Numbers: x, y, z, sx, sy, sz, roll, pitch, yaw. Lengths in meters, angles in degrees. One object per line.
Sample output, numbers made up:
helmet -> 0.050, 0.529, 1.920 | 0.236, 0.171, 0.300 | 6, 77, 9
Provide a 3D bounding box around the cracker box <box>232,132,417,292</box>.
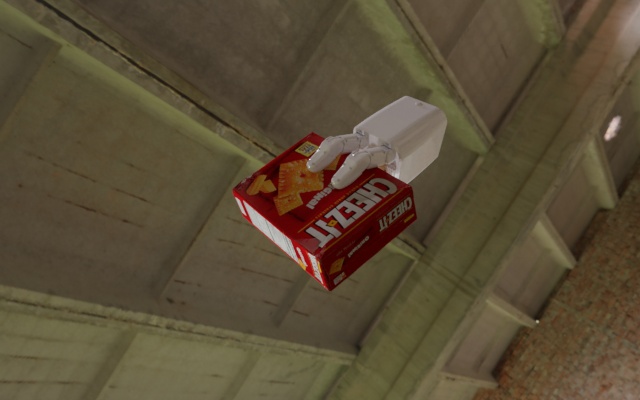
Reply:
cracker box -> 0.000, 0.002, 0.674 | 0.164, 0.072, 0.213 | -37, 45, -20
